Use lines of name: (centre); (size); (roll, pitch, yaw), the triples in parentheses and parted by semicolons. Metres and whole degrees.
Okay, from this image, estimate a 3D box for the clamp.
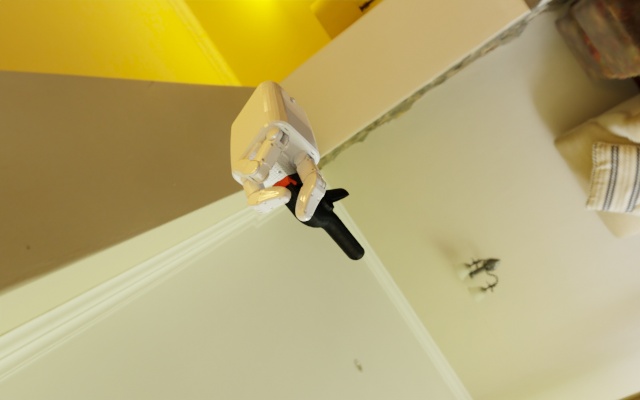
clamp: (0.000, 0.002, 0.661); (0.039, 0.120, 0.171); (-33, -48, 19)
